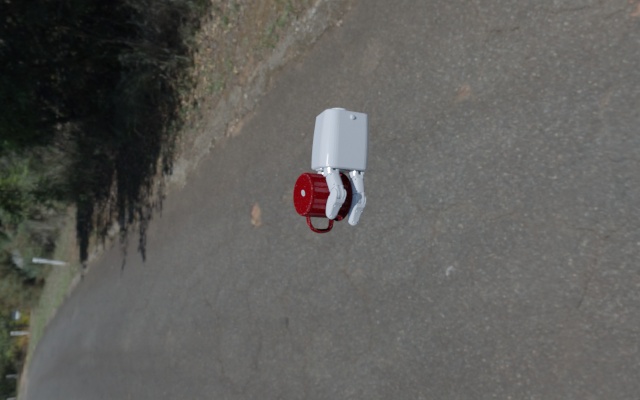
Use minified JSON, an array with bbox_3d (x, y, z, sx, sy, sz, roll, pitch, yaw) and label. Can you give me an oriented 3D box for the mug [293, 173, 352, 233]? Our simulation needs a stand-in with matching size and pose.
[{"bbox_3d":[0.000,0.004,0.894,0.081,0.117,0.093,4,0,-29],"label":"mug"}]
